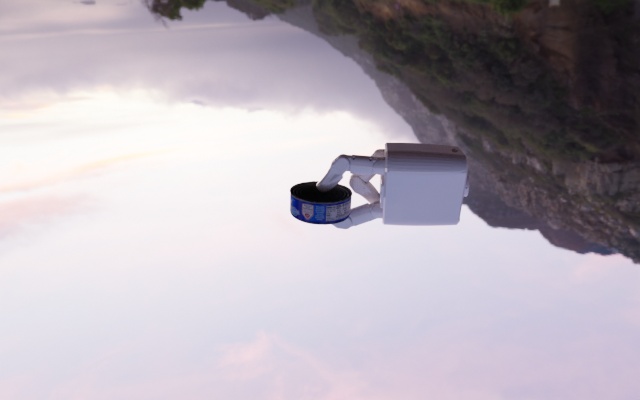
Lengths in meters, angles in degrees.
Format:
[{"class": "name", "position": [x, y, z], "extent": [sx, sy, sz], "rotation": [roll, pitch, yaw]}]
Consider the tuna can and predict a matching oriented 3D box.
[{"class": "tuna can", "position": [0.000, 0.003, 0.658], "extent": [0.086, 0.034, 0.086], "rotation": [2, 21, -1]}]
